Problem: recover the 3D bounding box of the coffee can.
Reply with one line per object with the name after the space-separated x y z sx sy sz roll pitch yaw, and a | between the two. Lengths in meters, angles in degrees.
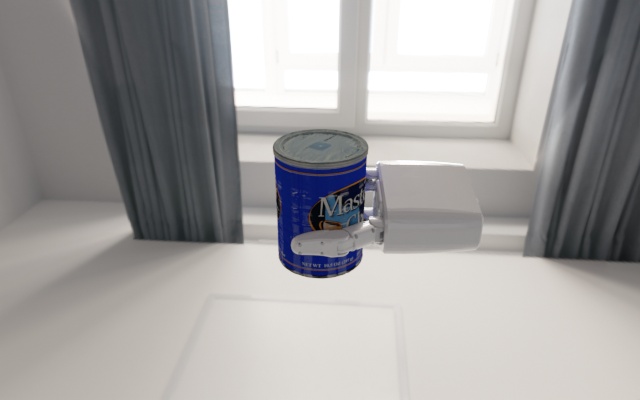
0.000 0.002 0.543 0.103 0.140 0.102 0 28 0 | coffee can
